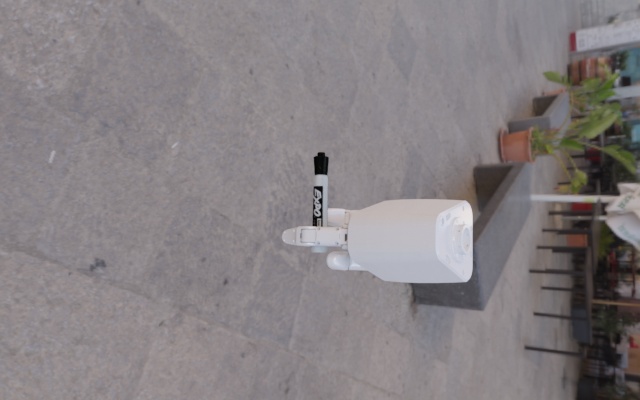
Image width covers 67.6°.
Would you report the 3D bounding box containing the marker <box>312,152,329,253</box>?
[{"bbox_3d":[0.000,0.002,0.576,0.020,0.121,0.020,1,-5,0],"label":"marker"}]
